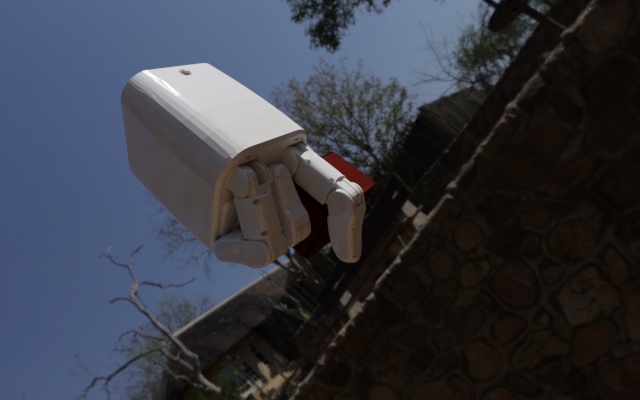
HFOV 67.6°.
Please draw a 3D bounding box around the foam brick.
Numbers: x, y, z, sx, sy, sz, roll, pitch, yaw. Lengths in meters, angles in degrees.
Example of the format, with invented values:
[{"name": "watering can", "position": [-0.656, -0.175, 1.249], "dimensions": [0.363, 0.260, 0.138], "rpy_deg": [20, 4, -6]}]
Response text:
[{"name": "foam brick", "position": [0.000, 0.001, 0.400], "dimensions": [0.051, 0.053, 0.078], "rpy_deg": [38, 35, 16]}]
